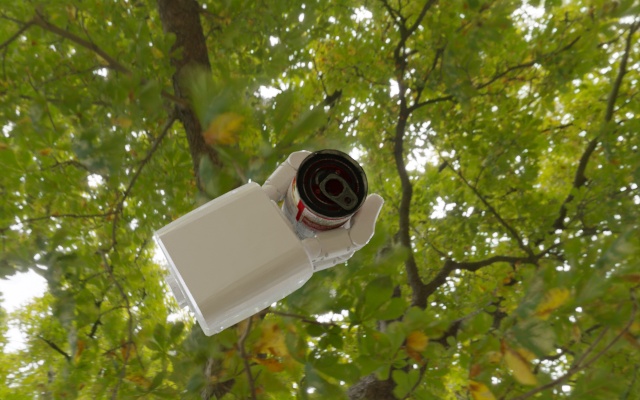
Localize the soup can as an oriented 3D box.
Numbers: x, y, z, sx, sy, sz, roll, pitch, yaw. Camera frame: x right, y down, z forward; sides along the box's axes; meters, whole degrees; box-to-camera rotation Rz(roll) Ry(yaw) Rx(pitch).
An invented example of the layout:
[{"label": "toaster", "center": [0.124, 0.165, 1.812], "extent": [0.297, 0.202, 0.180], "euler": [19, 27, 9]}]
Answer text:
[{"label": "soup can", "center": [0.000, 0.001, 0.476], "extent": [0.068, 0.068, 0.102], "euler": [0, -20, -13]}]
